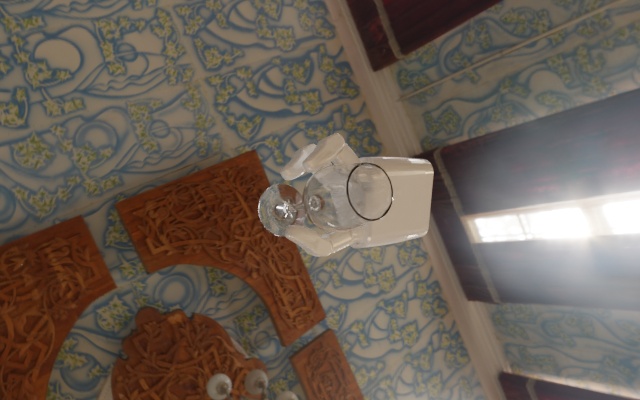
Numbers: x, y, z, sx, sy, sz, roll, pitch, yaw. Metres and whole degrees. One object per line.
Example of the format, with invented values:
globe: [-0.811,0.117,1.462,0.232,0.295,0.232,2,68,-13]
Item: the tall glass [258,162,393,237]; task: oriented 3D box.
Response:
tall glass: [0.000,0.002,0.580,0.079,0.079,0.201,0,-6,-32]
